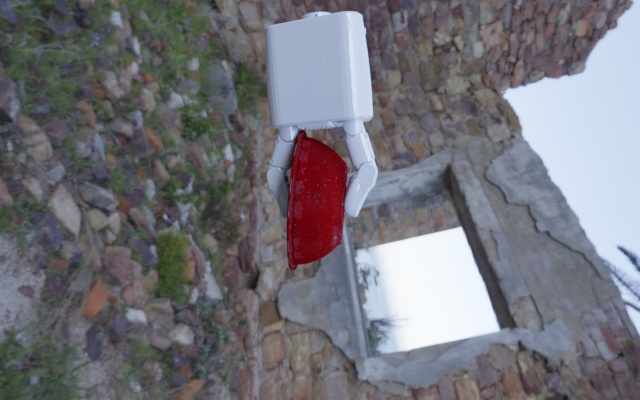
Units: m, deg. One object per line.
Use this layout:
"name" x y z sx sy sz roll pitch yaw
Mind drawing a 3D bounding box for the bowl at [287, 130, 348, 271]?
"bowl" 0.000 0.003 0.546 0.055 0.162 0.162 5 0 4
